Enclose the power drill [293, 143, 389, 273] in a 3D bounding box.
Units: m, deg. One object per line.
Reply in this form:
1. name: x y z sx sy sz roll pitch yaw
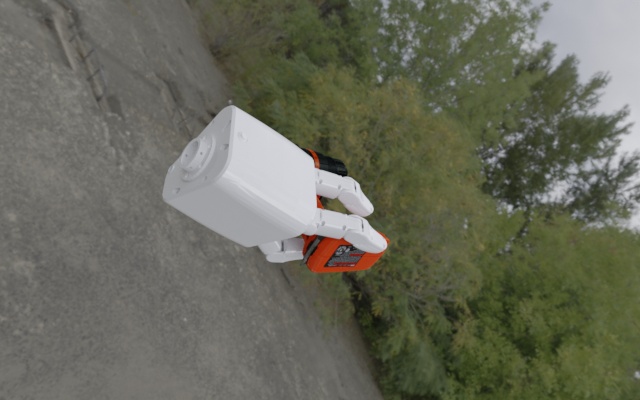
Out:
1. power drill: 0.000 0.002 0.586 0.184 0.057 0.187 3 38 -43
